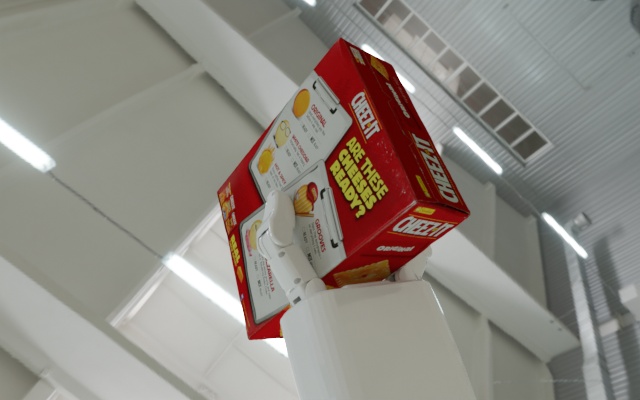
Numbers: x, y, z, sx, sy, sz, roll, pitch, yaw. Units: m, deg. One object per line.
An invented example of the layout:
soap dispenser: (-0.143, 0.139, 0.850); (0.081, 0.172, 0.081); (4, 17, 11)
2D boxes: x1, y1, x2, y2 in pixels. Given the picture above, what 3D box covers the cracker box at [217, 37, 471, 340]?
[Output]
cracker box: (0.000, 0.001, 0.413); (0.072, 0.164, 0.214); (11, -42, -39)
